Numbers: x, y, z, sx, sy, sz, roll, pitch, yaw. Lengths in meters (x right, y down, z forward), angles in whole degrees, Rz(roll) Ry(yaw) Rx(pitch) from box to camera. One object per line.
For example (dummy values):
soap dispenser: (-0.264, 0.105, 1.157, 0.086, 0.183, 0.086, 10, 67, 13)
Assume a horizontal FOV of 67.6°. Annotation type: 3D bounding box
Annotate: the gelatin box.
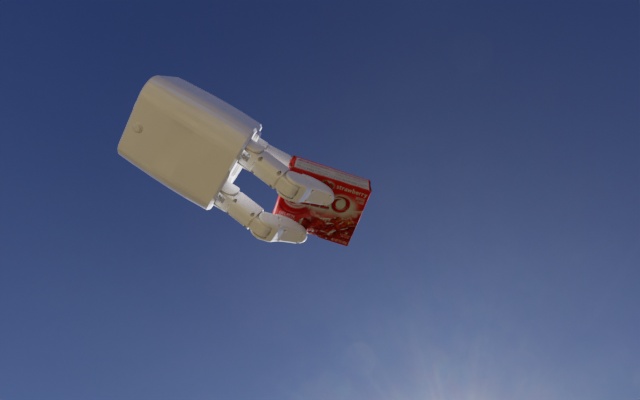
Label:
gelatin box: (0.000, 0.002, 0.507, 0.089, 0.073, 0.030, 17, 29, -6)
